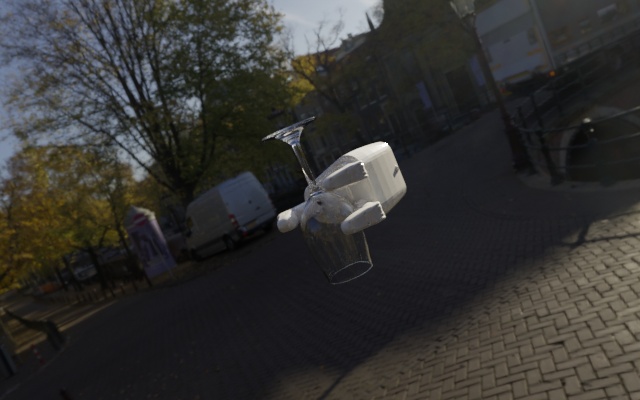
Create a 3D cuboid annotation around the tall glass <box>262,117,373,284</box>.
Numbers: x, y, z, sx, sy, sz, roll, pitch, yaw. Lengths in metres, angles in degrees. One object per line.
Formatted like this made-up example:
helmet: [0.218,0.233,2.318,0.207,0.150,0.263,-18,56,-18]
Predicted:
tall glass: [0.000,0.001,0.602,0.079,0.201,0.079,-23,6,2]
